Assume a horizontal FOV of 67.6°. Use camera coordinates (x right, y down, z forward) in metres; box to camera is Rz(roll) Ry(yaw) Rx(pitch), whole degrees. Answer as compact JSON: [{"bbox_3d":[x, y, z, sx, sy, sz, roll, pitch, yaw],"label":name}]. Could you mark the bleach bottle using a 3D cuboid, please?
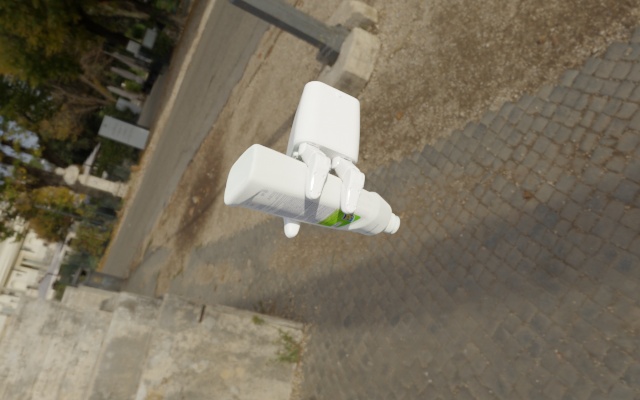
[{"bbox_3d":[0.000,0.002,0.677,0.251,0.068,0.102,20,-29,-25],"label":"bleach bottle"}]
